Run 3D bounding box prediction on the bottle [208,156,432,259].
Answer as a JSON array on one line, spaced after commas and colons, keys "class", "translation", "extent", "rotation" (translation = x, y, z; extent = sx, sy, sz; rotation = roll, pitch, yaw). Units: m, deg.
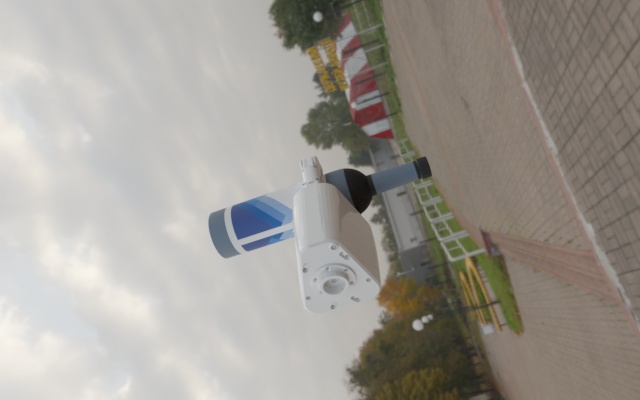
[{"class": "bottle", "translation": [0.000, 0.002, 0.631], "extent": [0.296, 0.069, 0.069], "rotation": [-18, -3, 9]}]
